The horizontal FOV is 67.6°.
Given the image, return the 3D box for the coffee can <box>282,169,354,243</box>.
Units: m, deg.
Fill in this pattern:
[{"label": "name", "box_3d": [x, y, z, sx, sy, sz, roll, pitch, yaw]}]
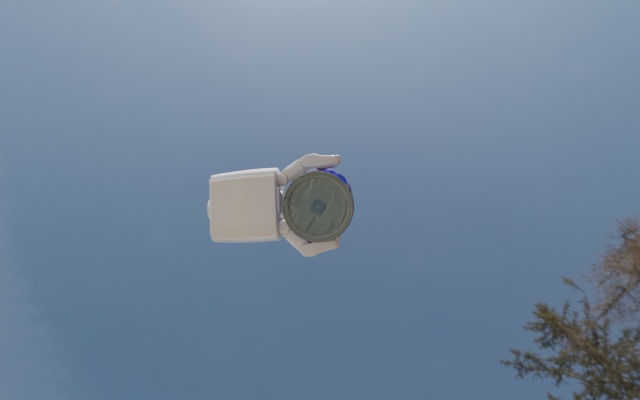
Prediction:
[{"label": "coffee can", "box_3d": [0.000, 0.002, 0.745, 0.103, 0.103, 0.140, 0, 6, 3]}]
